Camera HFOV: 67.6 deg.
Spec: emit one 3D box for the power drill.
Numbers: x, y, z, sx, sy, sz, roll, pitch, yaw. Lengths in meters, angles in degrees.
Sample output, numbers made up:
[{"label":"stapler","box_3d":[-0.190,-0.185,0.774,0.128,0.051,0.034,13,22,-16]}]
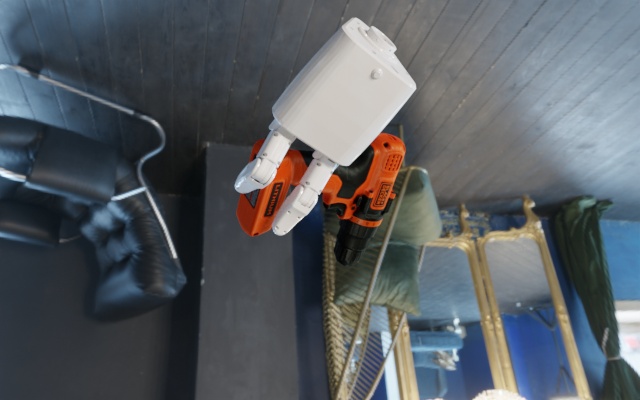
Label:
[{"label":"power drill","box_3d":[0.000,0.002,0.566,0.187,0.184,0.057,1,27,-34]}]
